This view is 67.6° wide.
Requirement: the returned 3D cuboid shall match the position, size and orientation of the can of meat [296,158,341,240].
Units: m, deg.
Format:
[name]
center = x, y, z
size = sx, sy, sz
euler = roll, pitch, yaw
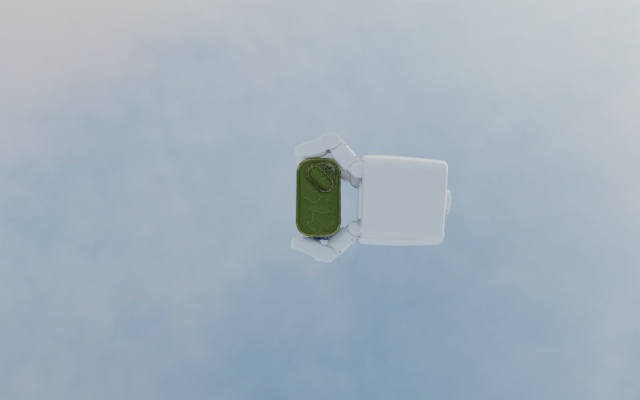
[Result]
[can of meat]
center = 0.000, 0.002, 0.643
size = 0.057, 0.102, 0.084
euler = -1, -10, 4
